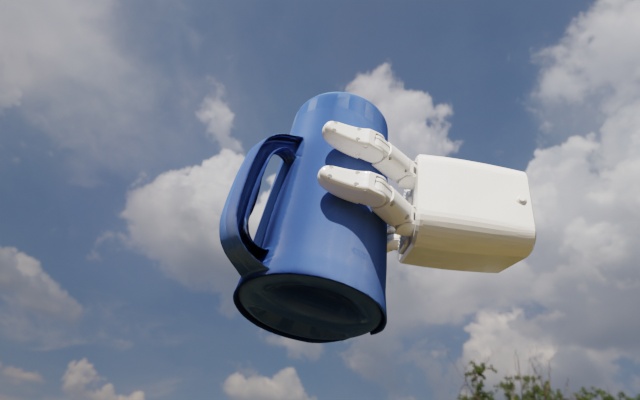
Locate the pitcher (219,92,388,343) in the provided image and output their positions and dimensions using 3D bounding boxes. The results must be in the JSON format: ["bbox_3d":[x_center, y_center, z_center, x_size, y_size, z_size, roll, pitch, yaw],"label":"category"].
[{"bbox_3d":[0.000,0.002,0.470,0.145,0.242,0.149,8,-37,3],"label":"pitcher"}]
